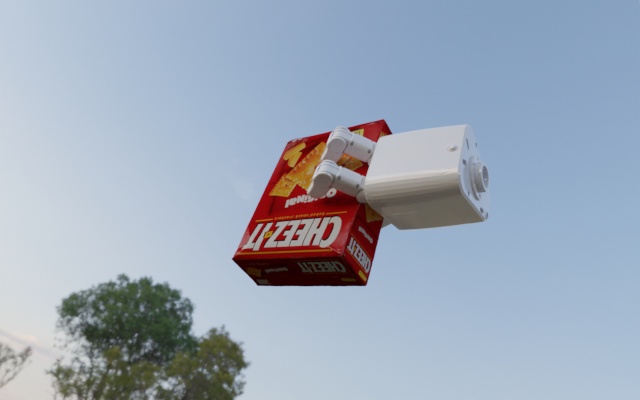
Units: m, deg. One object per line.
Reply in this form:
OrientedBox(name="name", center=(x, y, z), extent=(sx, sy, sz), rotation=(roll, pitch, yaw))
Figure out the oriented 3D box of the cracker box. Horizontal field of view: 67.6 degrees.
OrientedBox(name="cracker box", center=(0.000, 0.002, 0.616), extent=(0.164, 0.213, 0.072), rotation=(-7, -44, 34))
